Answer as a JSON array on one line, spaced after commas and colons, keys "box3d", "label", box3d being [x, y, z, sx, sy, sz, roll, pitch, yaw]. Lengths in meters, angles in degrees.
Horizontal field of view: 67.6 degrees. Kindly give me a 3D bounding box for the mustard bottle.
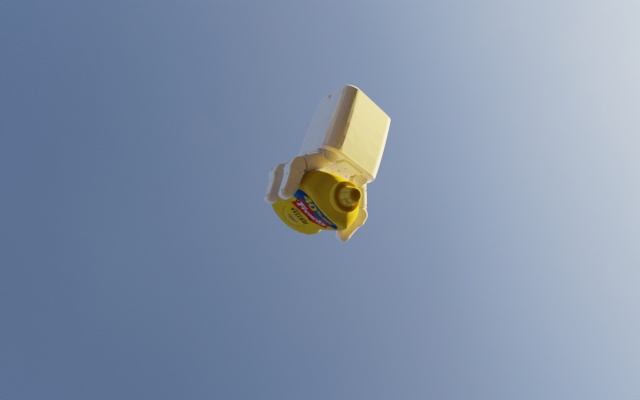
[{"box3d": [0.000, 0.003, 0.672, 0.058, 0.096, 0.191, -48, 16, -24], "label": "mustard bottle"}]
